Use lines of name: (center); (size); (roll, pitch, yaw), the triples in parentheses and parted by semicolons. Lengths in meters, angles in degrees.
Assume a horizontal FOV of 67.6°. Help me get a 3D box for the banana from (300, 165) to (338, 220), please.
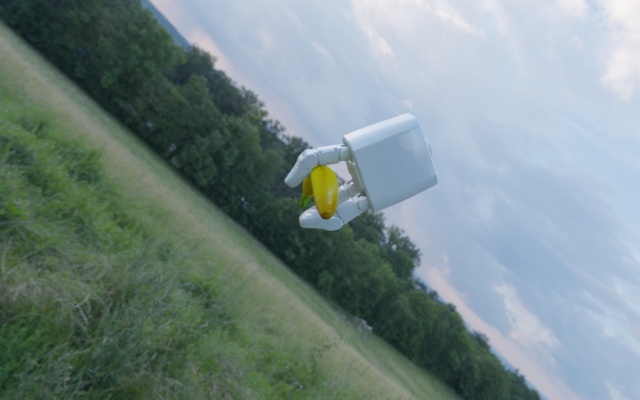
banana: (0.001, -0.017, 0.674); (0.037, 0.069, 0.198); (3, 3, -9)
